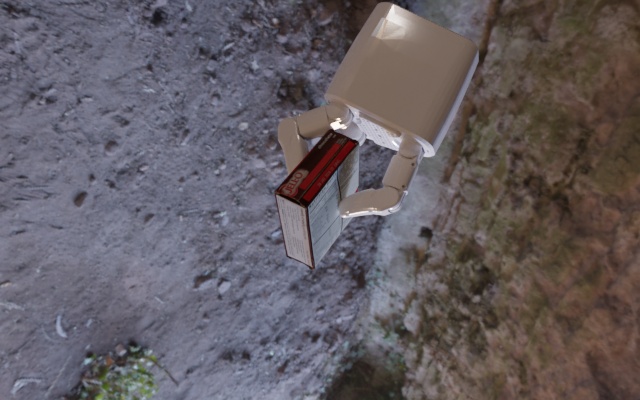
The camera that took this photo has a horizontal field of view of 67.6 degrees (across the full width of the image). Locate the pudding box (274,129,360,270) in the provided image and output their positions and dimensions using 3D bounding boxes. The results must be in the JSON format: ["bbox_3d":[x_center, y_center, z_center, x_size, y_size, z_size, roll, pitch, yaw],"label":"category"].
[{"bbox_3d":[0.000,0.002,0.461,0.039,0.090,0.114,26,-31,23],"label":"pudding box"}]
